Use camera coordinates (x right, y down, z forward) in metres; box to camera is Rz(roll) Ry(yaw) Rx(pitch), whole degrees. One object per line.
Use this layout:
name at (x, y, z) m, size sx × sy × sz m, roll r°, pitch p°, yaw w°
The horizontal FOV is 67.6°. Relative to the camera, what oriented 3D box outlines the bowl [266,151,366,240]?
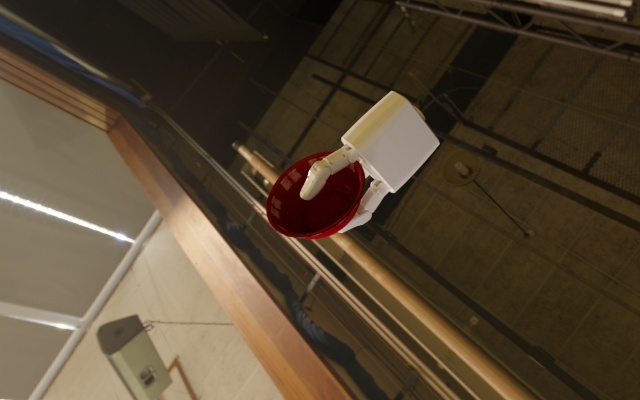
bowl at (-0.001, 0.003, 0.727) m, size 0.162 × 0.162 × 0.055 m, roll 0°, pitch -37°, yaw 29°
